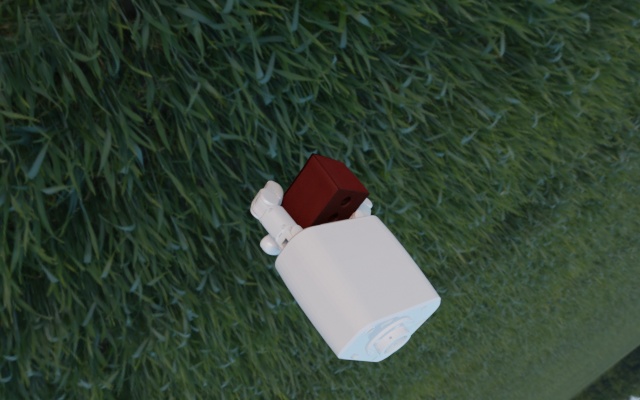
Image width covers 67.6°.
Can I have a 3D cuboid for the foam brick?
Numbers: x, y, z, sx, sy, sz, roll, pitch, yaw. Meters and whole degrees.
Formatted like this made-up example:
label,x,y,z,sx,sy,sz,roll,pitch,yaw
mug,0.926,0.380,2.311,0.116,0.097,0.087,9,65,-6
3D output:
label,x,y,z,sx,sy,sz,roll,pitch,yaw
foam brick,0.000,0.001,0.480,0.053,0.078,0.051,8,36,-49
